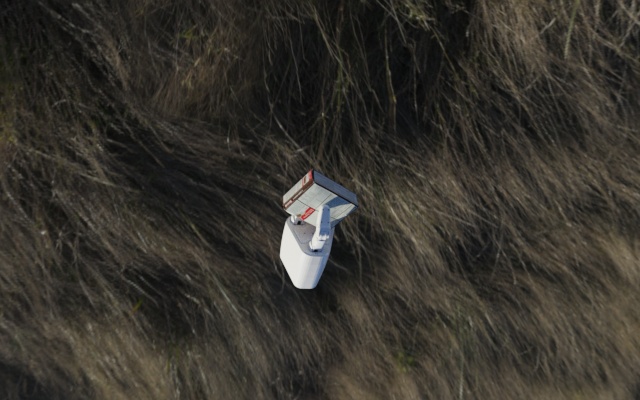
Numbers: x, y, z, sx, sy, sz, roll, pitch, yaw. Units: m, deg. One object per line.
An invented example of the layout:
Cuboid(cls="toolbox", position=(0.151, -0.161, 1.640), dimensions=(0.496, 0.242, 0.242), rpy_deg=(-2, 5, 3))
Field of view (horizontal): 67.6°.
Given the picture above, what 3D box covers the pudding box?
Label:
Cuboid(cls="pudding box", position=(0.000, 0.003, 0.879), dimensions=(0.113, 0.039, 0.090), rpy_deg=(28, -56, -33))
